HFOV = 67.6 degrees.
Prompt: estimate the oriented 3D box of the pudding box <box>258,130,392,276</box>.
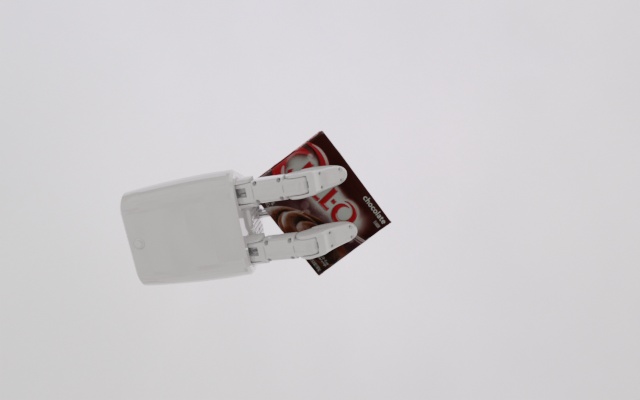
[{"bbox_3d":[0.000,0.002,0.469,0.090,0.113,0.039,-37,9,8],"label":"pudding box"}]
